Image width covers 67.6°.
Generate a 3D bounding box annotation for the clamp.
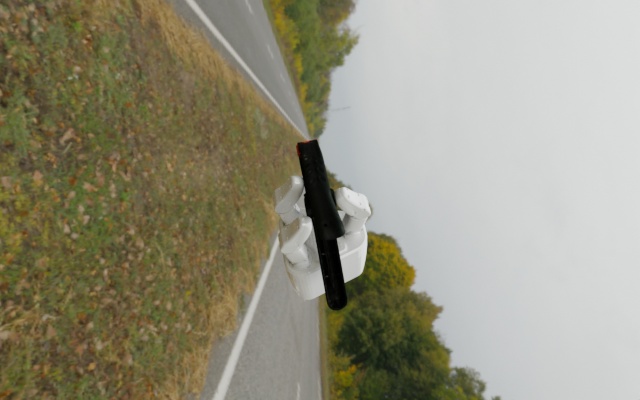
[{"bbox_3d":[0.001,0.001,0.548,0.036,0.209,0.165,-9,-31,-4],"label":"clamp"}]
